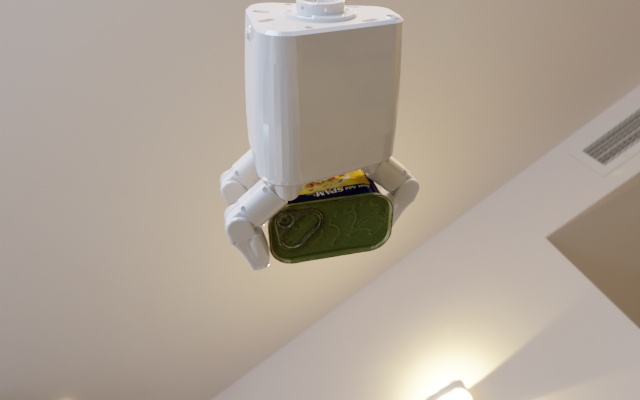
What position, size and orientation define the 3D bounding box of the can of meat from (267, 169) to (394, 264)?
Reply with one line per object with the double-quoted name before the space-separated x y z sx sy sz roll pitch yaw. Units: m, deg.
"can of meat" 0.000 0.001 0.413 0.102 0.057 0.084 -8 35 -10
